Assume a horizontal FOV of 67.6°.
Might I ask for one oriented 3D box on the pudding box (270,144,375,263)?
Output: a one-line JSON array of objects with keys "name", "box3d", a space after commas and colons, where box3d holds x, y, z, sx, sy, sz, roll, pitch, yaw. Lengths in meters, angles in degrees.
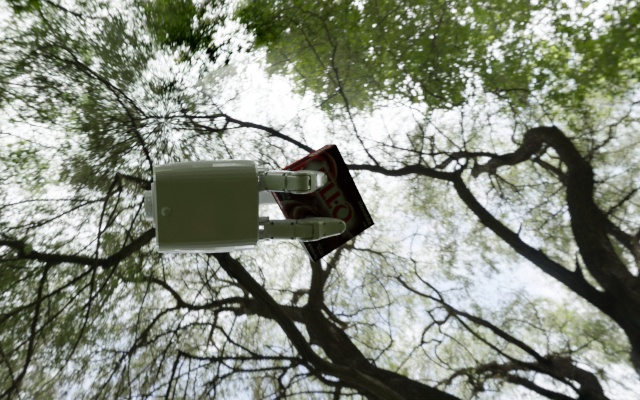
[{"name": "pudding box", "box3d": [0.000, 0.002, 0.566, 0.090, 0.113, 0.039, -31, 18, -13]}]
